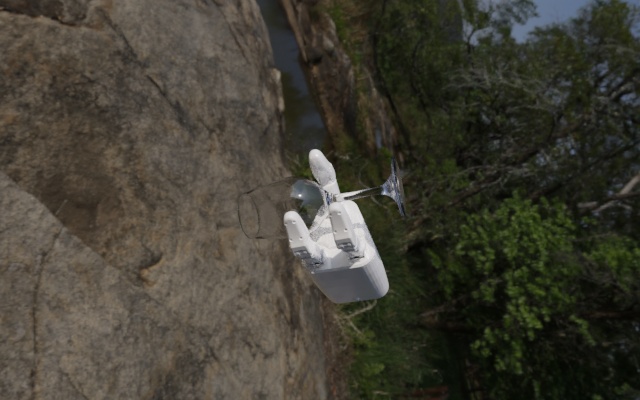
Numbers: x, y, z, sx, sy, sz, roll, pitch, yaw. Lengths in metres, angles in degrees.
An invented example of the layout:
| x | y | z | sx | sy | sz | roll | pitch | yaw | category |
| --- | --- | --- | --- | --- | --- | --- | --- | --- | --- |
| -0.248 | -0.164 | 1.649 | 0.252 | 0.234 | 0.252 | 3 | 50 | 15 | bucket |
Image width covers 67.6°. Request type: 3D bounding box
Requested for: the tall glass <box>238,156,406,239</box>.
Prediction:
| x | y | z | sx | sy | sz | roll | pitch | yaw | category |
| --- | --- | --- | --- | --- | --- | --- | --- | --- | --- |
| 0.001 | 0.002 | 0.595 | 0.201 | 0.079 | 0.079 | -11 | -3 | 15 | tall glass |
